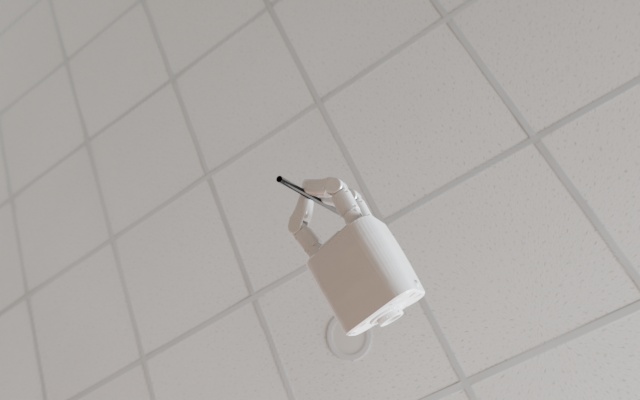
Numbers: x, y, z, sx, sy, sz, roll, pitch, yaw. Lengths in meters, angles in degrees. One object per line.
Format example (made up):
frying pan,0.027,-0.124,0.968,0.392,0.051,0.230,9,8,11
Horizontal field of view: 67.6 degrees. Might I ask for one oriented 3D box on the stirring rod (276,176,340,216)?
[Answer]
stirring rod,0.000,0.002,0.669,0.011,0.011,0.239,0,-13,25
